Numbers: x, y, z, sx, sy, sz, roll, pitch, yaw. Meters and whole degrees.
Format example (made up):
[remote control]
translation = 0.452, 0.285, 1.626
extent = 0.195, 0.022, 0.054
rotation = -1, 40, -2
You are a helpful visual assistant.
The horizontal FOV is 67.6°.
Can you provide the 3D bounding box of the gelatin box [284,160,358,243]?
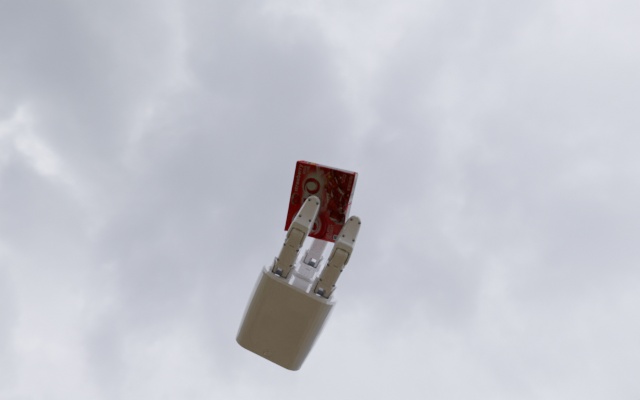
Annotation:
[gelatin box]
translation = 0.000, 0.001, 0.579
extent = 0.073, 0.089, 0.030
rotation = 14, 10, 10
